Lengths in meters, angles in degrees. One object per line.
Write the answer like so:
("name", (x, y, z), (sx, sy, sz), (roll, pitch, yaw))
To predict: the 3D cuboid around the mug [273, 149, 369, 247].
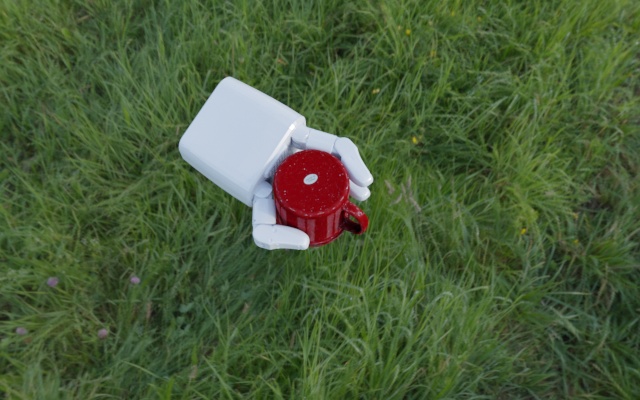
("mug", (0.001, 0.002, 0.530), (0.117, 0.093, 0.081), (31, -20, 12))
